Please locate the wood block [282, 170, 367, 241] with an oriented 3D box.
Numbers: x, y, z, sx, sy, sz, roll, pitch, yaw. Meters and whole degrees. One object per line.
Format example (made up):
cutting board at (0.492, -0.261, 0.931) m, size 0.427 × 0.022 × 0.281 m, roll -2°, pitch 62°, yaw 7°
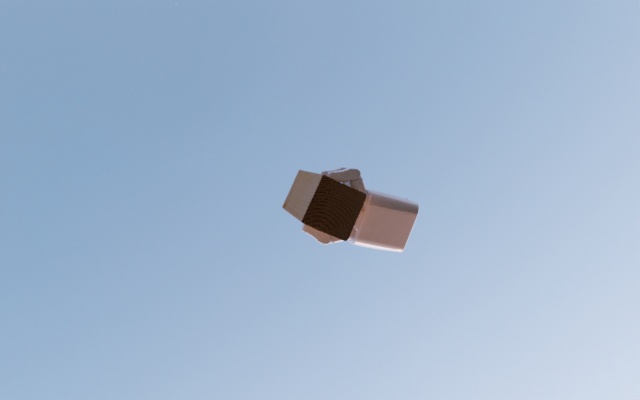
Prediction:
wood block at (0.000, 0.003, 0.898) m, size 0.090 × 0.091 × 0.206 m, roll 24°, pitch 0°, yaw -15°
